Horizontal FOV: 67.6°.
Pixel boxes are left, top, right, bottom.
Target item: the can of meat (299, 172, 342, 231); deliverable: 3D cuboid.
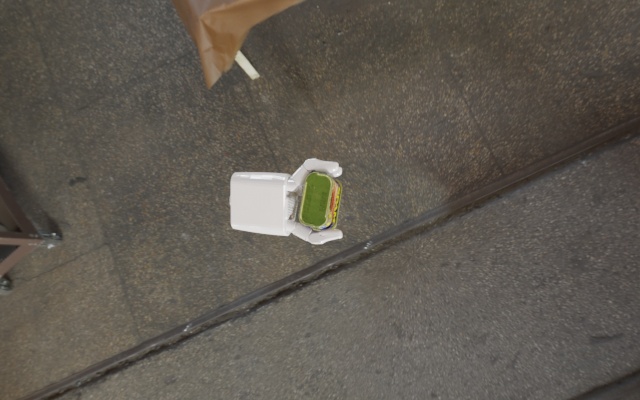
[{"bbox_3d":[0.000,0.003,0.866,0.057,0.102,0.084,9,-5,13],"label":"can of meat"}]
